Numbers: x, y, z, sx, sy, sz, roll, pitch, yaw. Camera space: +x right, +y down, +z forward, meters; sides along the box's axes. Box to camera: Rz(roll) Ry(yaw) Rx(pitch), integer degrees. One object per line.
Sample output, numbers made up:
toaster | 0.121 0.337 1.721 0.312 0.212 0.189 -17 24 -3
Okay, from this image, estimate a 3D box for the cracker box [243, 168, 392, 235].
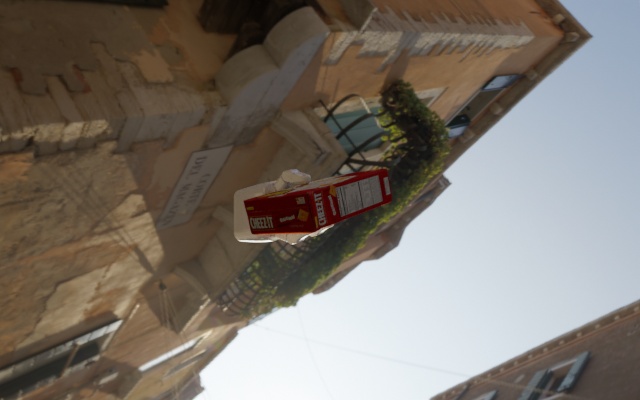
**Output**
cracker box | 0.000 0.003 0.851 0.164 0.072 0.213 -7 8 44
